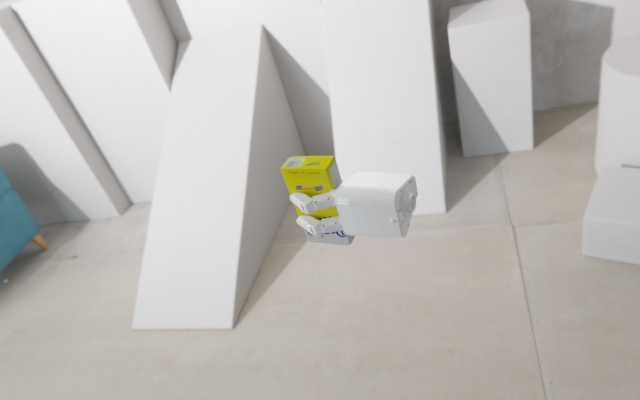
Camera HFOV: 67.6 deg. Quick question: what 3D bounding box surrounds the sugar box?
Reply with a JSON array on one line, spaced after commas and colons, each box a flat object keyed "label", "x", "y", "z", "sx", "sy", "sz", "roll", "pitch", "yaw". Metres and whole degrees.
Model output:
[{"label": "sugar box", "x": 0.000, "y": 0.003, "z": 0.861, "sx": 0.093, "sy": 0.176, "sz": 0.048, "roll": 2, "pitch": 38, "yaw": 29}]
